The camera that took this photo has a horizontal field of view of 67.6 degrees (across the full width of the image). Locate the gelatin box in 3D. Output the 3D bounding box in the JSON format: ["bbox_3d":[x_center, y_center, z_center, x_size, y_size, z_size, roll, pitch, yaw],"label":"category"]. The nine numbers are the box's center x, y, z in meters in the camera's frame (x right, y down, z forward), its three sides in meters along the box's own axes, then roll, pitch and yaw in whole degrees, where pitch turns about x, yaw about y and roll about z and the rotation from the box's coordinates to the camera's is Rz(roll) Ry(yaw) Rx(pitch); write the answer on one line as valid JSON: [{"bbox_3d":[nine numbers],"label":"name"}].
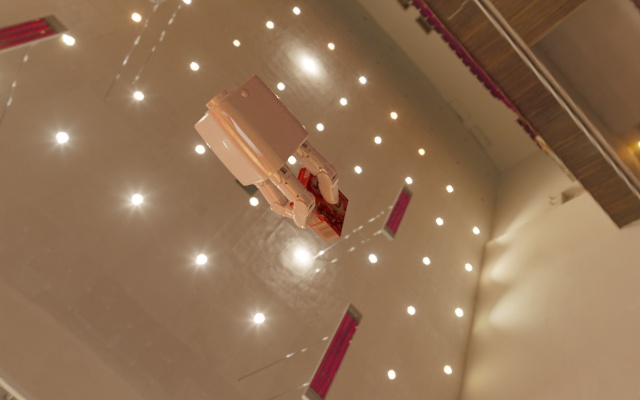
[{"bbox_3d":[0.000,0.003,0.681,0.030,0.073,0.089,-21,-53,34],"label":"gelatin box"}]
